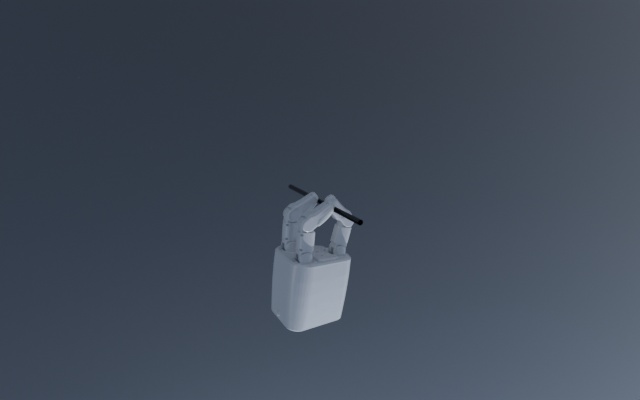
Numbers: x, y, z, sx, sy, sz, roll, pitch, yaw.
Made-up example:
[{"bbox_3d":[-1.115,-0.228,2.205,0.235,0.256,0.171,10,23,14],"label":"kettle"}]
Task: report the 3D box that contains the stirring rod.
[{"bbox_3d":[0.000,0.002,0.737,0.011,0.011,0.239,0,13,-27],"label":"stirring rod"}]
